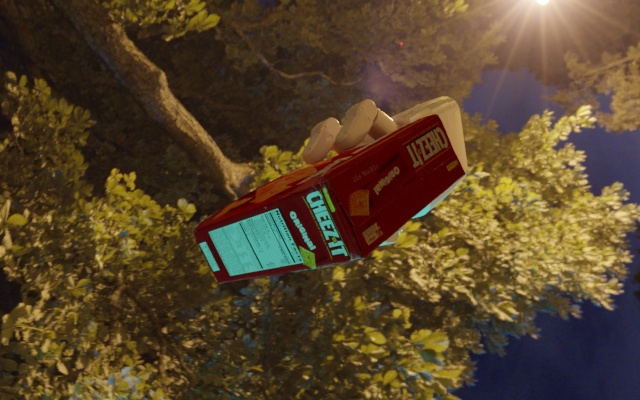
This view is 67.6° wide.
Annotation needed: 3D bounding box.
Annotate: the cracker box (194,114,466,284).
[{"bbox_3d":[0.000,0.002,0.455,0.164,0.072,0.214,-33,9,-41],"label":"cracker box"}]
